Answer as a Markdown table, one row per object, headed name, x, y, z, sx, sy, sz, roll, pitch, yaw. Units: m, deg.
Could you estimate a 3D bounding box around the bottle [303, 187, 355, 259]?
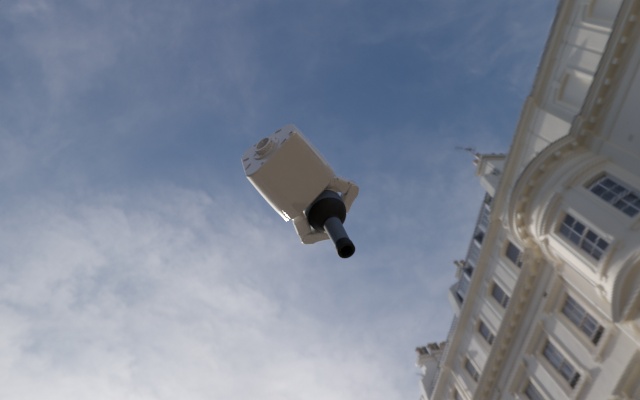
| name | x | y | z | sx | sy | sz | roll | pitch | yaw |
| --- | --- | --- | --- | --- | --- | --- | --- | --- | --- |
| bottle | 0.000 | 0.003 | 0.812 | 0.069 | 0.069 | 0.295 | 0 | 29 | -17 |
